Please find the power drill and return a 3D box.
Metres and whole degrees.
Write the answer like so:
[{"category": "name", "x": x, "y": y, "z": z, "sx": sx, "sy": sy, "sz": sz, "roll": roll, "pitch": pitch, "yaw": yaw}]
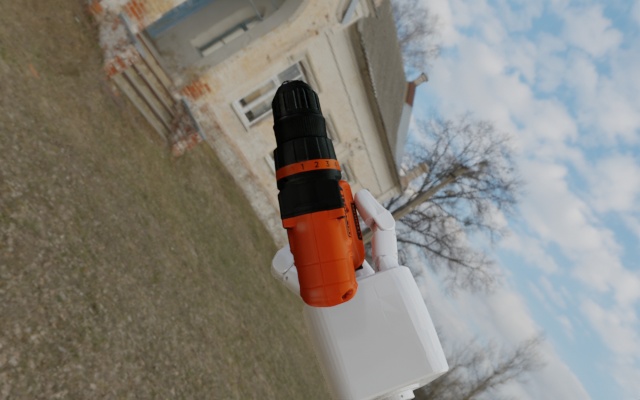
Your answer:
[{"category": "power drill", "x": 0.000, "y": 0.002, "z": 0.447, "sx": 0.057, "sy": 0.184, "sz": 0.188, "roll": -10, "pitch": -9, "yaw": 7}]
